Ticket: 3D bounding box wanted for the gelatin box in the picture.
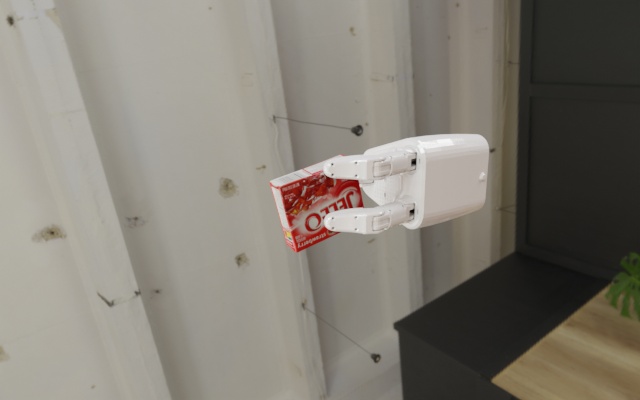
[{"bbox_3d":[0.000,0.002,0.491,0.089,0.073,0.030,-22,24,-22],"label":"gelatin box"}]
